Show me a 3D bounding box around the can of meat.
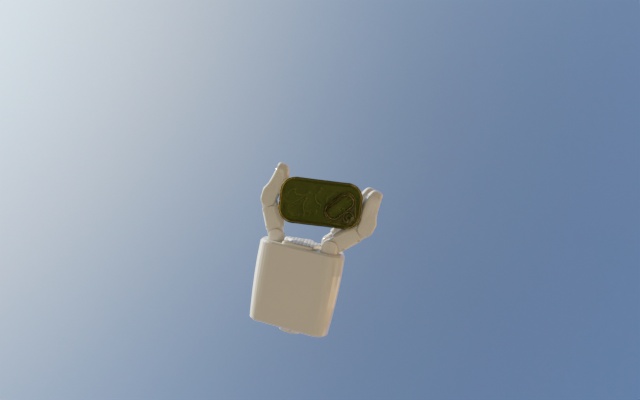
[{"bbox_3d":[0.000,0.002,0.623,0.102,0.057,0.084,7,2,0],"label":"can of meat"}]
